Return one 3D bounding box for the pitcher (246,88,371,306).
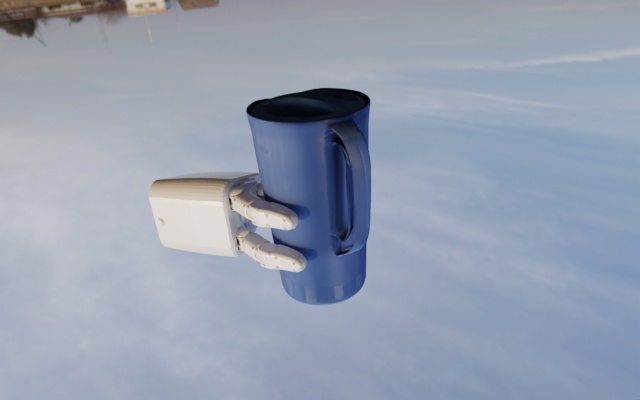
[{"bbox_3d":[0.000,0.002,0.551,0.145,0.243,0.149,3,27,16],"label":"pitcher"}]
